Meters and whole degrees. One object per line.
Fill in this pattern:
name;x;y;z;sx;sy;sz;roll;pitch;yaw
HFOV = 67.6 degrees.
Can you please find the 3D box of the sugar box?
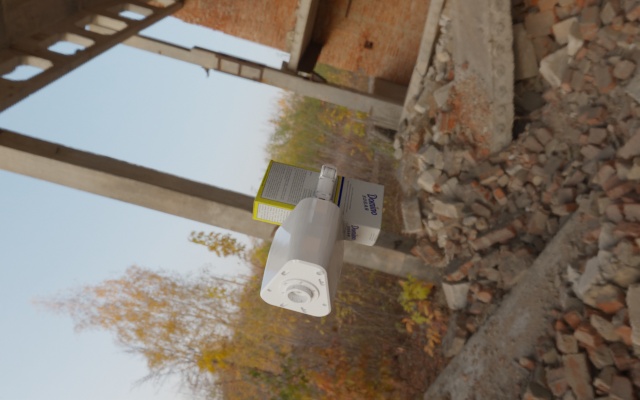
sugar box;0.000;0.003;0.684;0.176;0.093;0.048;15;-45;-2
